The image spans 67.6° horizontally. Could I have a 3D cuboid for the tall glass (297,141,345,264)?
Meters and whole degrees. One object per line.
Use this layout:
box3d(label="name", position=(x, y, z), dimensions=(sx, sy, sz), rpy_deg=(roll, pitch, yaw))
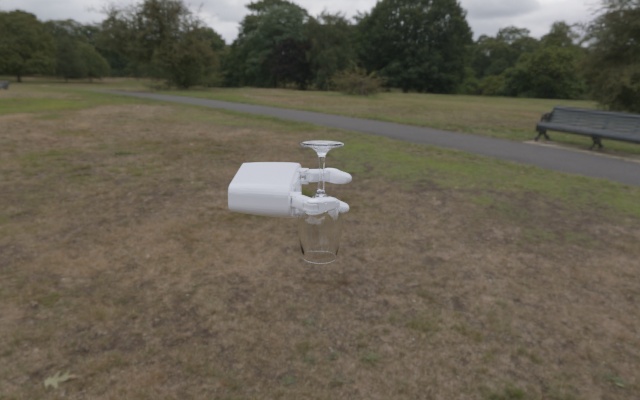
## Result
box3d(label="tall glass", position=(0.000, 0.002, 0.811), dimensions=(0.079, 0.201, 0.079), rpy_deg=(1, 14, 0))
